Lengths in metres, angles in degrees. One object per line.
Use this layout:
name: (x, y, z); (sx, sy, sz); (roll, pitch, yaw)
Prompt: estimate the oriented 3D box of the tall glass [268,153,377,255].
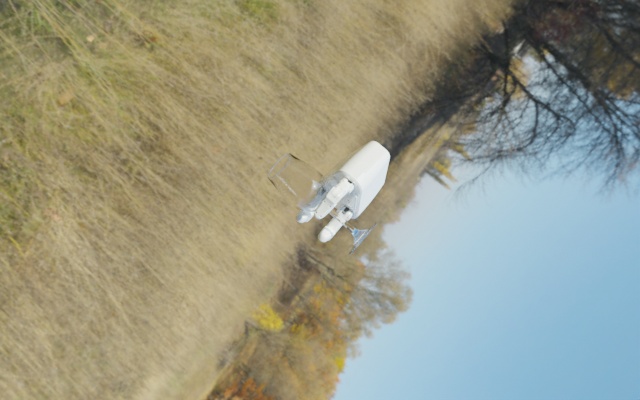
tall glass: (0.001, 0.003, 0.848); (0.201, 0.079, 0.079); (41, 5, 6)
